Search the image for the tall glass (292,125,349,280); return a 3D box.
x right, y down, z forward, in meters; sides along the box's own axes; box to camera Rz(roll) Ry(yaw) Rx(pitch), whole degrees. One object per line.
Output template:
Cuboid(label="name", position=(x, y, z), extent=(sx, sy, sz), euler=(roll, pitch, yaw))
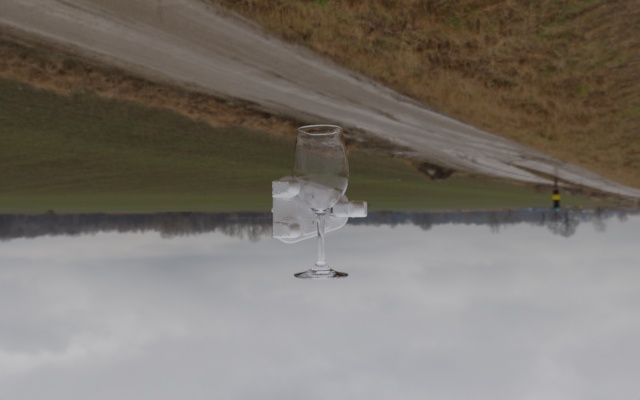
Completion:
Cuboid(label="tall glass", position=(0.000, 0.003, 0.648), extent=(0.079, 0.201, 0.079), euler=(0, -1, 0))
